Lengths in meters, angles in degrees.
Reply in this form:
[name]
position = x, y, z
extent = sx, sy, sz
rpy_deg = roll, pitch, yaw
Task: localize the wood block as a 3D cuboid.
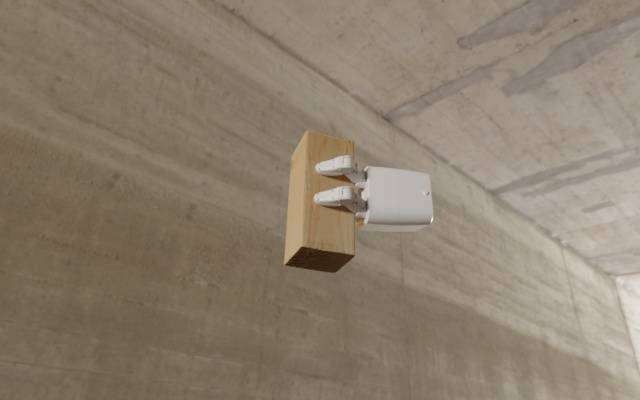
[wood block]
position = 0.000, 0.003, 0.784
extent = 0.090, 0.206, 0.091
rpy_deg = 11, -30, -17
